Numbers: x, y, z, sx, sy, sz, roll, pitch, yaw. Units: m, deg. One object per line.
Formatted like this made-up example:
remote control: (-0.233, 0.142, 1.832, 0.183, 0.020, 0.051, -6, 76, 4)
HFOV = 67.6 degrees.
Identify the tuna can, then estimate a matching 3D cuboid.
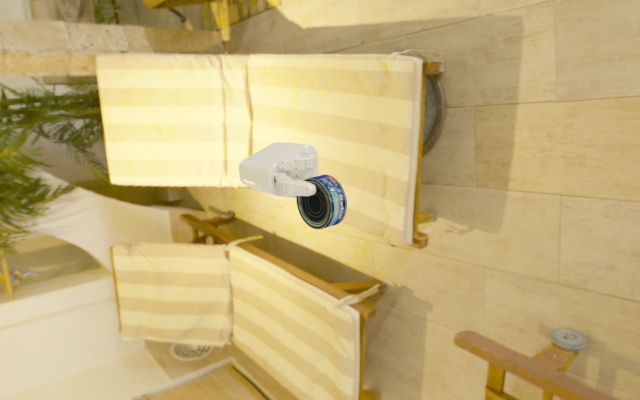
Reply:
tuna can: (0.000, 0.003, 0.763, 0.034, 0.086, 0.086, -14, 10, -42)
